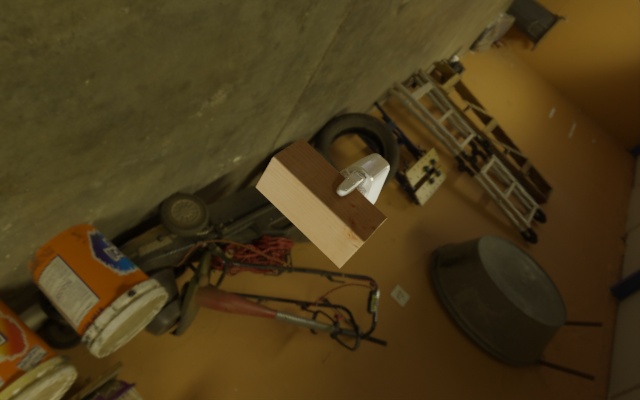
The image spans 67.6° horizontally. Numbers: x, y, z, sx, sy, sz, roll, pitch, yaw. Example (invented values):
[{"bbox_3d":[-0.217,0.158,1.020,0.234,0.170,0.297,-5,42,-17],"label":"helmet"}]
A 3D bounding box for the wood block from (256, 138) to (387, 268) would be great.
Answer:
[{"bbox_3d":[0.001,0.002,0.832,0.090,0.206,0.091,-40,-10,-46],"label":"wood block"}]
